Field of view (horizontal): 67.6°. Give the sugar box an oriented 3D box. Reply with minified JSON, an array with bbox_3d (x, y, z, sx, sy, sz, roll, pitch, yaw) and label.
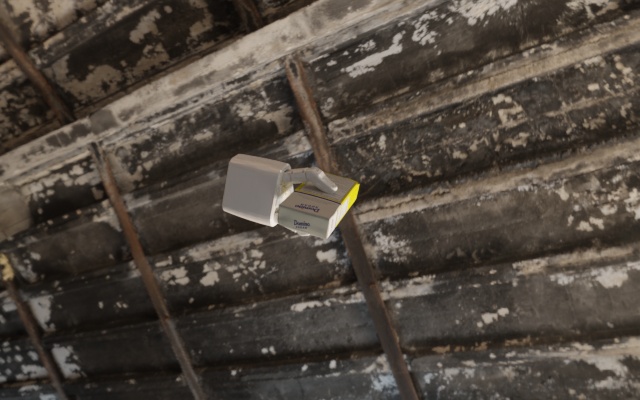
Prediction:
[{"bbox_3d":[0.000,0.003,0.856,0.093,0.048,0.176,16,29,15],"label":"sugar box"}]
